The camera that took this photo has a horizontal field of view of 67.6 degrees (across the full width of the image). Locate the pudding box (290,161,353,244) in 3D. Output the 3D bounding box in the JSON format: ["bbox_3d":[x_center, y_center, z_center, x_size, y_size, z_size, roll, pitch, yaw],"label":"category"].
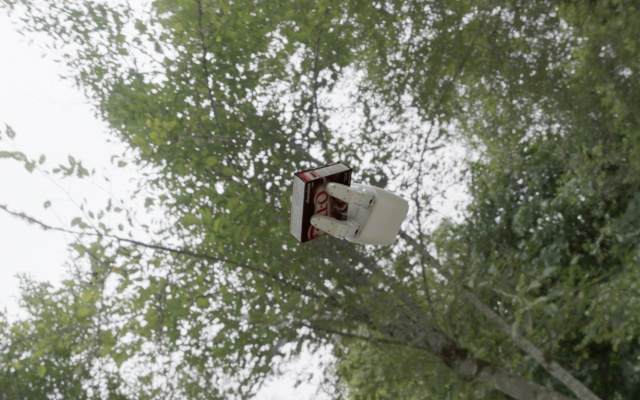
[{"bbox_3d":[0.000,0.002,0.743,0.090,0.114,0.039,-19,36,-33],"label":"pudding box"}]
